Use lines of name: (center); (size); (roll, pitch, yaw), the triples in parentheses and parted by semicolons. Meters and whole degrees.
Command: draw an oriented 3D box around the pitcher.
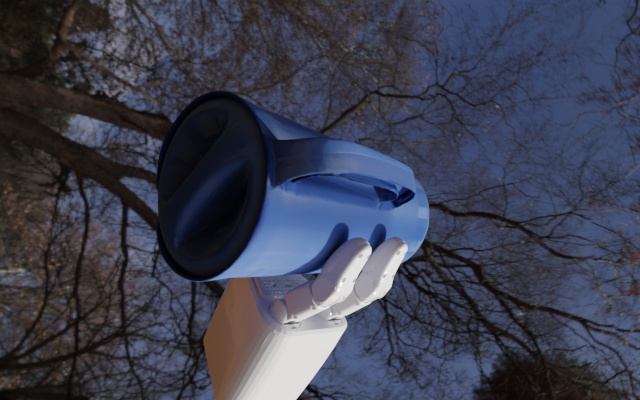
pitcher: (0.000, 0.001, 0.409); (0.243, 0.145, 0.149); (10, 25, -48)
